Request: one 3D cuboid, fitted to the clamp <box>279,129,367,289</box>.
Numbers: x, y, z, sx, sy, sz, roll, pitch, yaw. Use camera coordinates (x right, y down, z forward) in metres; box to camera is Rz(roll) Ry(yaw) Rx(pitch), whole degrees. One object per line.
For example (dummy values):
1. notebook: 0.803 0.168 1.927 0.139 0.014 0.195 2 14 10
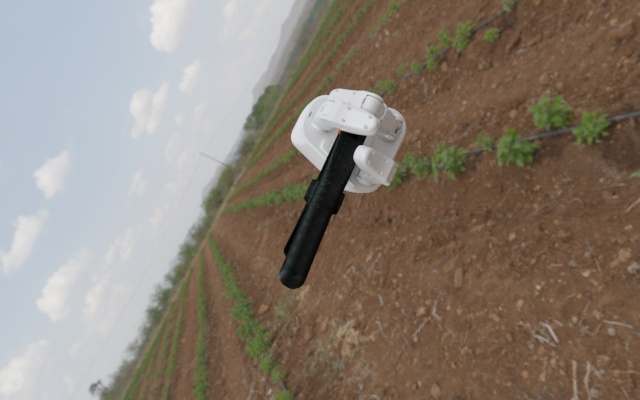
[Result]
1. clamp: 0.000 0.001 0.485 0.039 0.171 0.120 27 -4 -10
